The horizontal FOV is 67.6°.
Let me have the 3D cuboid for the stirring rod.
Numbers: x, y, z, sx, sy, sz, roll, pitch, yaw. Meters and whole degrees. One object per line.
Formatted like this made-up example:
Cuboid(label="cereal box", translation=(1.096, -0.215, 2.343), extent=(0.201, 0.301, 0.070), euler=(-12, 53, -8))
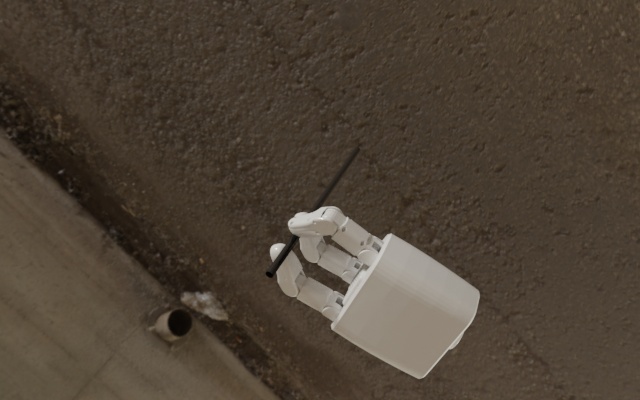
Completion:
Cuboid(label="stirring rod", translation=(0.000, 0.002, 0.533), extent=(0.011, 0.011, 0.239), euler=(0, 34, 29))
